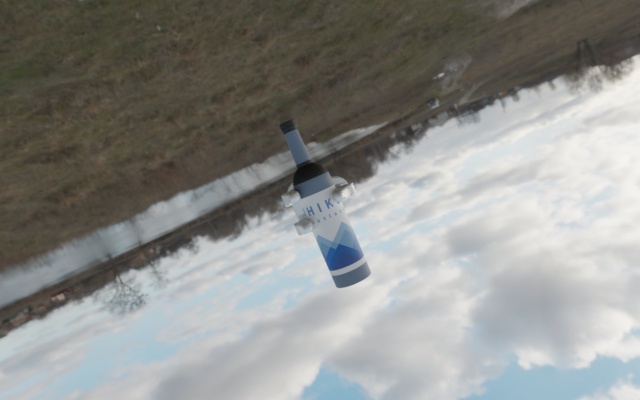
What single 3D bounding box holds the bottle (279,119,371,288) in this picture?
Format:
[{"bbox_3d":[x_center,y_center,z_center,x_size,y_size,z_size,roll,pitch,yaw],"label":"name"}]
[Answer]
[{"bbox_3d":[0.000,0.003,0.819,0.069,0.296,0.069,-23,4,2],"label":"bottle"}]
